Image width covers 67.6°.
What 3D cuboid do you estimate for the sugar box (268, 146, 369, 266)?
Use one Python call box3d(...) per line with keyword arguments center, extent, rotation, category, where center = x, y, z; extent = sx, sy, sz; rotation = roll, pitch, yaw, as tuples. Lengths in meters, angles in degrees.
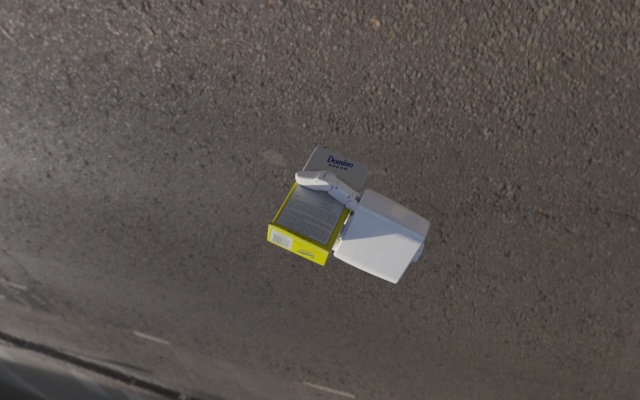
box3d(center=(0.000, 0.003, 0.715), extent=(0.093, 0.176, 0.048), rotation=(25, -40, 6), category="sugar box")
